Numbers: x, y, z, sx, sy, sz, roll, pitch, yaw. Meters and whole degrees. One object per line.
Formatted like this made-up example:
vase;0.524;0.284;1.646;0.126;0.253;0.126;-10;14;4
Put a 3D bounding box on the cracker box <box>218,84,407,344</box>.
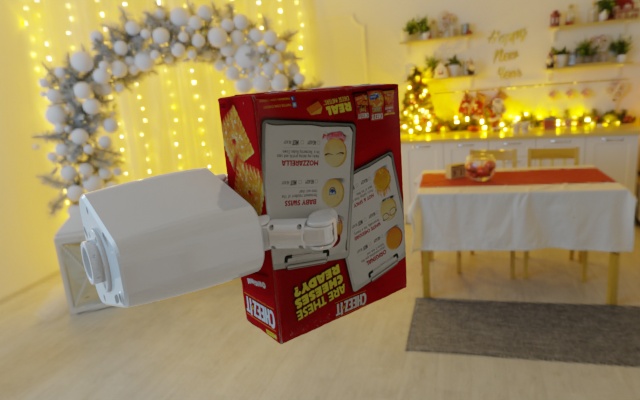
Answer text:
cracker box;0.000;0.001;0.459;0.164;0.214;0.072;-14;17;-35
